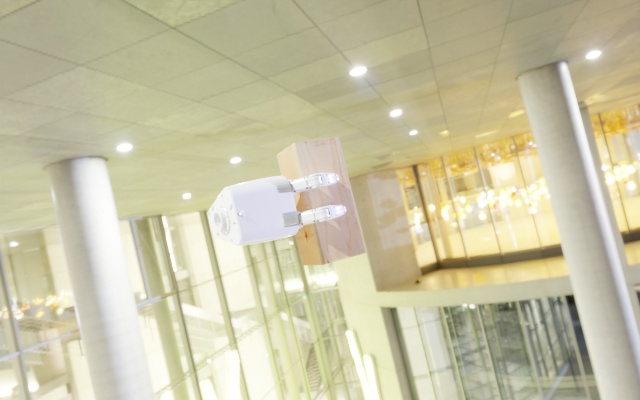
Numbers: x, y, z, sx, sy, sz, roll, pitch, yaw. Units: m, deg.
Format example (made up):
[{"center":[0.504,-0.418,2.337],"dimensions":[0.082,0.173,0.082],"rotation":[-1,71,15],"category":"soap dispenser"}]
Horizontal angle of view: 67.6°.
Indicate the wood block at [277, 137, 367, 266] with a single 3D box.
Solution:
[{"center":[0.000,0.003,0.839],"dimensions":[0.090,0.206,0.091],"rotation":[-12,-3,-26],"category":"wood block"}]
